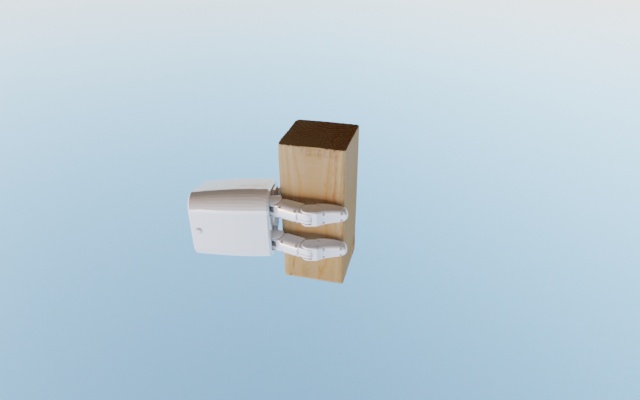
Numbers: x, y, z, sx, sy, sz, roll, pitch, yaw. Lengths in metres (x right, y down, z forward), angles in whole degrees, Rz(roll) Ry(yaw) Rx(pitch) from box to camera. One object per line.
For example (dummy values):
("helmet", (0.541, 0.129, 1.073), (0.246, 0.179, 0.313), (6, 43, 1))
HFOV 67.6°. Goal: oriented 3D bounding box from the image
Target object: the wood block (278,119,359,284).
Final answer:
("wood block", (0.000, 0.002, 0.668), (0.090, 0.206, 0.090), (7, 32, 12))
